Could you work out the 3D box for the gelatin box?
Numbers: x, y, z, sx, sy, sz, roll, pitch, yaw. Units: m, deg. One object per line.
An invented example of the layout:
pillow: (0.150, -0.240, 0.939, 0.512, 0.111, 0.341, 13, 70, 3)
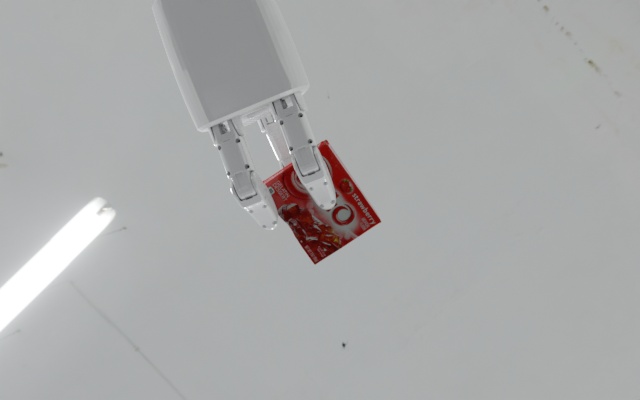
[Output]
gelatin box: (0.000, 0.002, 0.432, 0.073, 0.089, 0.030, -34, 10, 8)
